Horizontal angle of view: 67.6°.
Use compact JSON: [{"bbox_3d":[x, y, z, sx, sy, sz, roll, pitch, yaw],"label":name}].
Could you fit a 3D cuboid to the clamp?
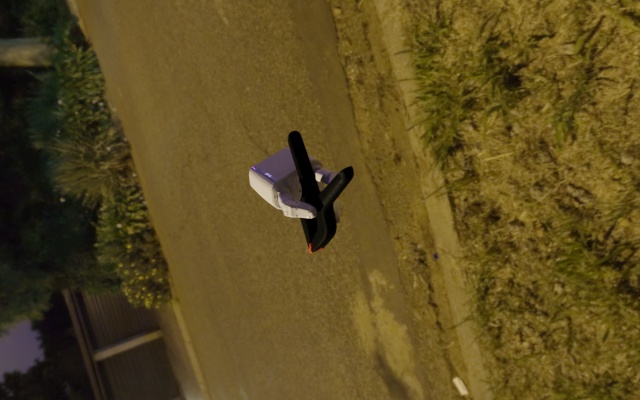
[{"bbox_3d":[-0.001,0.003,0.794,0.036,0.210,0.164,-18,30,-29],"label":"clamp"}]
